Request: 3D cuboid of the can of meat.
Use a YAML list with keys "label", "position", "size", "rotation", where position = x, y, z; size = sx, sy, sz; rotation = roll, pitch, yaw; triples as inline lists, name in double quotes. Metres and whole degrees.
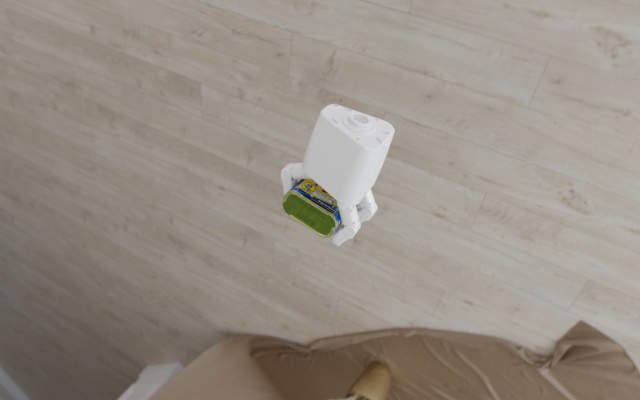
- label: "can of meat"
  position: [0.000, 0.003, 0.775]
  size: [0.102, 0.057, 0.084]
  rotation: [32, 41, 10]
